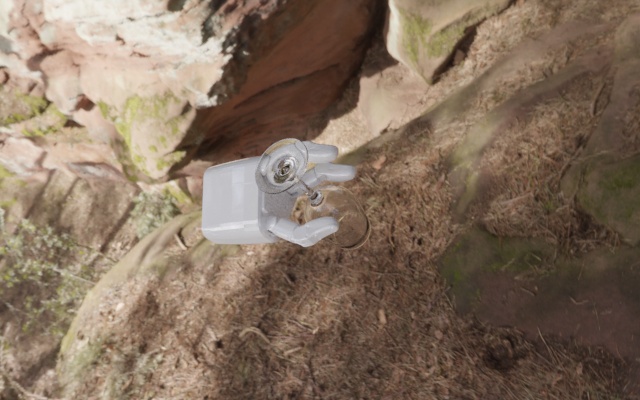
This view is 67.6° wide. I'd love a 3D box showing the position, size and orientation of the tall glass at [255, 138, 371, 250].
[{"bbox_3d":[0.000,0.002,0.634,0.079,0.079,0.201,0,-26,32],"label":"tall glass"}]
